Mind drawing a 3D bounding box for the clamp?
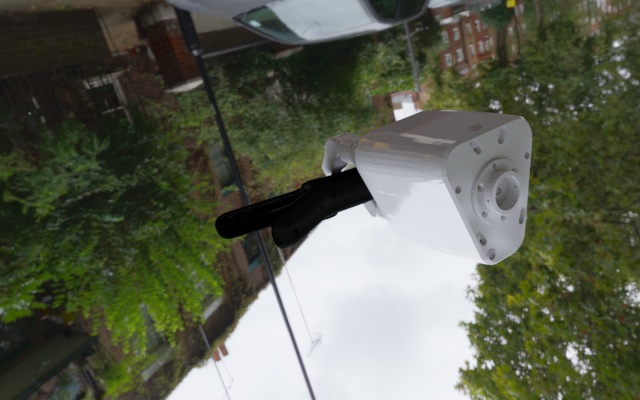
[{"bbox_3d":[0.000,0.002,0.426,0.171,0.039,0.120,-24,20,-23],"label":"clamp"}]
